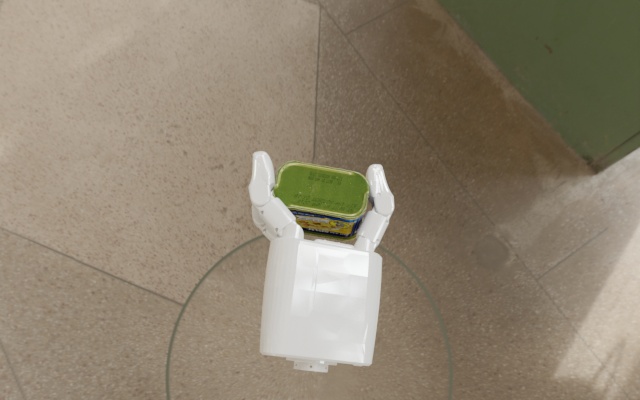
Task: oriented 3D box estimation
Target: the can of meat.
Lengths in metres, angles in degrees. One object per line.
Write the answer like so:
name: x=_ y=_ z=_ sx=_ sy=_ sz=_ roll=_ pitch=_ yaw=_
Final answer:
can of meat: x=0.000 y=0.002 z=0.515 sx=0.102 sy=0.057 sz=0.084 roll=9 pitch=-18 yaw=2
